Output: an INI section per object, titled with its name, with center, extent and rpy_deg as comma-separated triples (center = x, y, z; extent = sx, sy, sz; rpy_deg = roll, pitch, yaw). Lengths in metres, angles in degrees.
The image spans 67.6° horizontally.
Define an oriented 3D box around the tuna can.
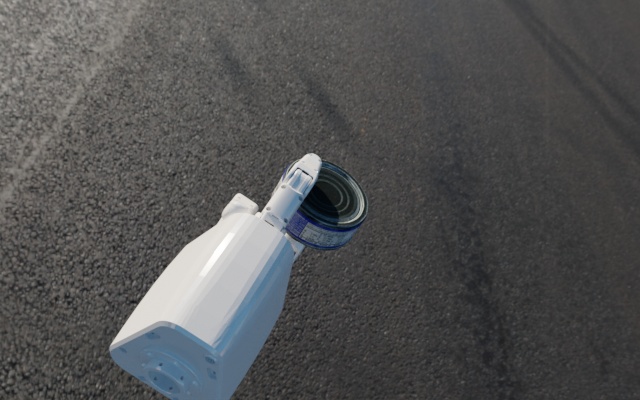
[tuna can]
center = 0.000, 0.001, 0.438
extent = 0.086, 0.086, 0.034
rpy_deg = 0, -39, -32
